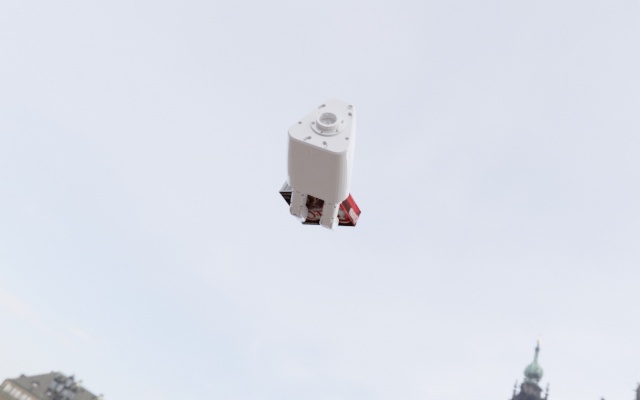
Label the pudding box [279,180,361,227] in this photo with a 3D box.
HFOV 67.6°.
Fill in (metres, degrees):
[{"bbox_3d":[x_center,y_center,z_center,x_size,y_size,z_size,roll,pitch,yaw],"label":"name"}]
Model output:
[{"bbox_3d":[0.000,0.002,0.797,0.113,0.039,0.090,2,-41,37],"label":"pudding box"}]
